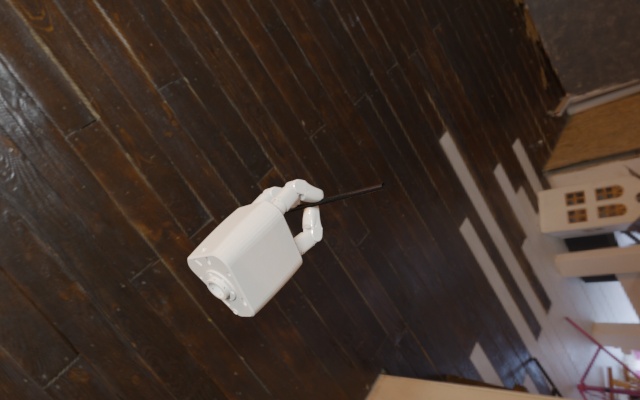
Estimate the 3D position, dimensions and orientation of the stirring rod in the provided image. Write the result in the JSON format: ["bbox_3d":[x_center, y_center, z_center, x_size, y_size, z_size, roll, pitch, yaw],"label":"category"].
[{"bbox_3d":[0.000,0.002,0.683,0.011,0.011,0.239,0,-10,-42],"label":"stirring rod"}]
